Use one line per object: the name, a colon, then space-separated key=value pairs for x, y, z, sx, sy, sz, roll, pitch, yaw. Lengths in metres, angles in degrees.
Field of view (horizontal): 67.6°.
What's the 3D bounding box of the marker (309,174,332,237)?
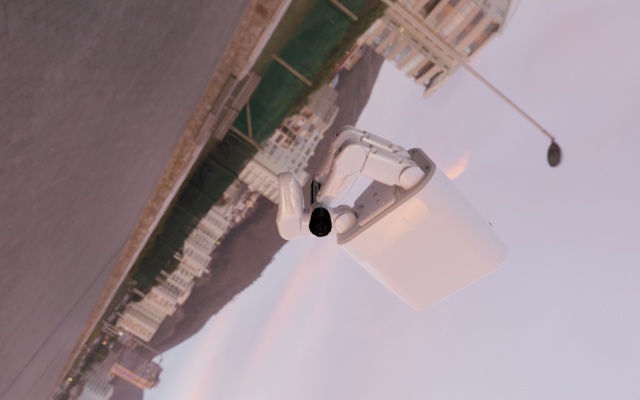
marker: x=0.000 y=0.001 z=0.424 sx=0.020 sy=0.020 sz=0.121 roll=0 pitch=20 yaw=0
